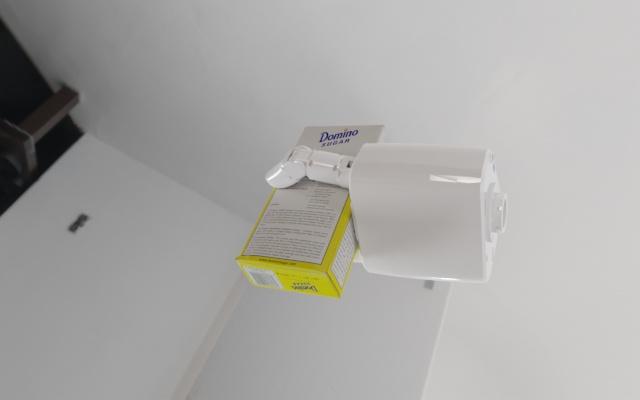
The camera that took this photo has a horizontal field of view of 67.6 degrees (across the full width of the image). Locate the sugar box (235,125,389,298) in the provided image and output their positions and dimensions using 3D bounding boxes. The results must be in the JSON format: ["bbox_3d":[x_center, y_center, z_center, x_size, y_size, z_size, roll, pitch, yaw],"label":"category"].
[{"bbox_3d":[0.000,0.002,0.454,0.093,0.176,0.048,4,-41,28],"label":"sugar box"}]
